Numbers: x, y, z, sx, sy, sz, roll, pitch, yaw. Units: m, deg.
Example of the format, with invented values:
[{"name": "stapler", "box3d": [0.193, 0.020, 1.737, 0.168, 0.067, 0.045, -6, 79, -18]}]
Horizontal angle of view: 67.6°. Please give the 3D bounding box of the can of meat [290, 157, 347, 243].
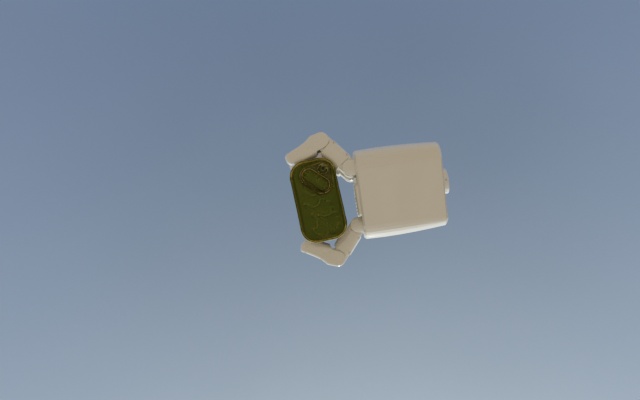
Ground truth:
[{"name": "can of meat", "box3d": [0.000, 0.002, 0.620, 0.057, 0.102, 0.084, -13, -5, 3]}]
